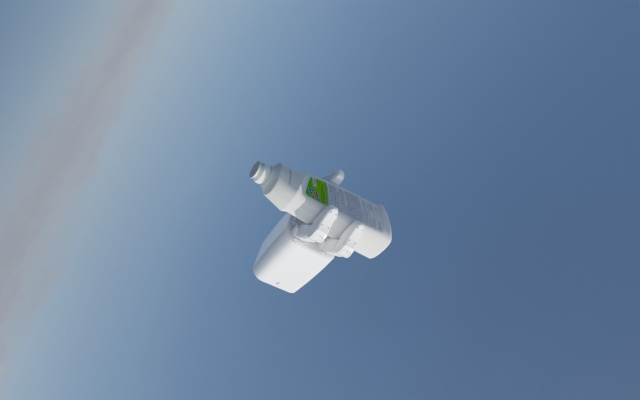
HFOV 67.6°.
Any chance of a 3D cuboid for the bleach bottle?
[{"bbox_3d":[0.000,0.003,0.765,0.251,0.102,0.068,29,-59,-27],"label":"bleach bottle"}]
